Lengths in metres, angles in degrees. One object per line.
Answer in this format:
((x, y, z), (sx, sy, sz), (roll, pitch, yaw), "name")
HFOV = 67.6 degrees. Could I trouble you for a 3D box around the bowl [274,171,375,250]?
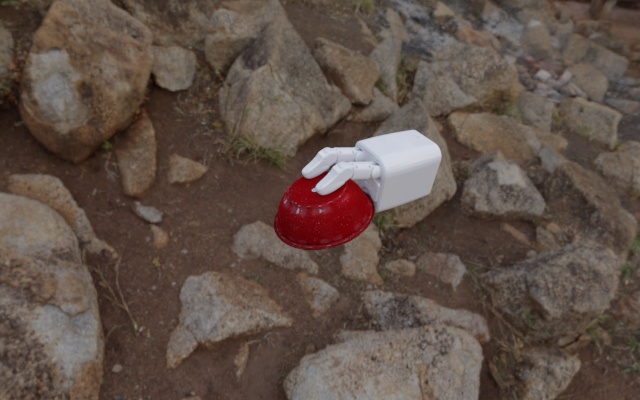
((-0.001, 0.003, 0.731), (0.162, 0.055, 0.162), (-9, 36, 7), "bowl")
